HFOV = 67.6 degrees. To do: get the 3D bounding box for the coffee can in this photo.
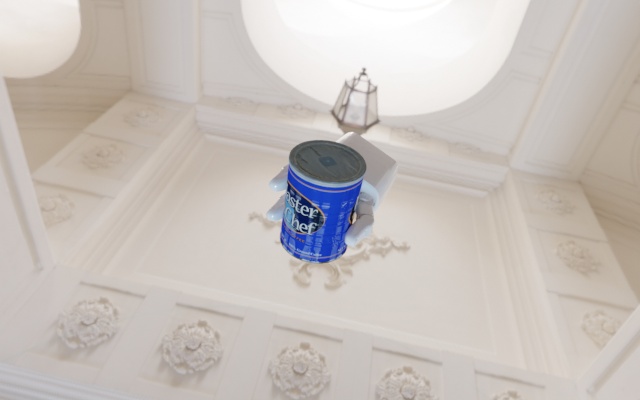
[{"bbox_3d":[0.000,0.002,0.662,0.103,0.140,0.102,6,37,-5],"label":"coffee can"}]
